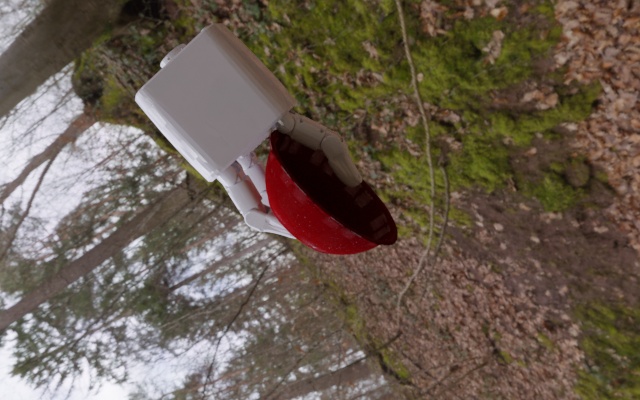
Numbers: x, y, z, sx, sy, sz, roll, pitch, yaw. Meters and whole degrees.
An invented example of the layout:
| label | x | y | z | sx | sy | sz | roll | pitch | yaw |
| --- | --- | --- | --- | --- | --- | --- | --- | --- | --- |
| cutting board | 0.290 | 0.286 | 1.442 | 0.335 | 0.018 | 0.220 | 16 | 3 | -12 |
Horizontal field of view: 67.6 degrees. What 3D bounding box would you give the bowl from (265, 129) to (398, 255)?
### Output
| label | x | y | z | sx | sy | sz | roll | pitch | yaw |
| --- | --- | --- | --- | --- | --- | --- | --- | --- | --- |
| bowl | 0.001 | 0.003 | 0.479 | 0.162 | 0.055 | 0.162 | 35 | 21 | -16 |
